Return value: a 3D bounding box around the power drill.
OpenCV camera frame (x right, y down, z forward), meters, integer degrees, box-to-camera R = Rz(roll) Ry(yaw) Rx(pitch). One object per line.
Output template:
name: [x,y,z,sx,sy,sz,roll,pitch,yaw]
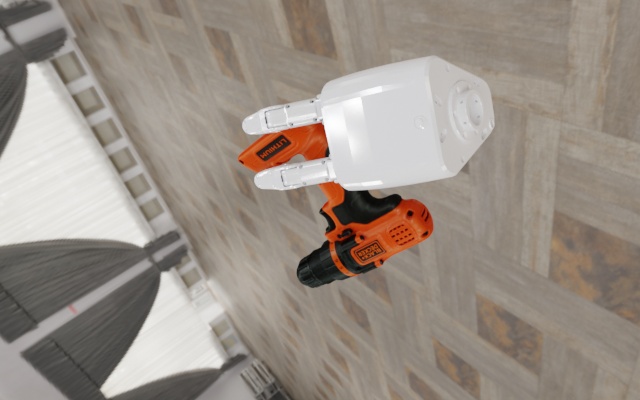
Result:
power drill: [0.000,0.001,0.516,0.184,0.188,0.057,-32,15,33]
